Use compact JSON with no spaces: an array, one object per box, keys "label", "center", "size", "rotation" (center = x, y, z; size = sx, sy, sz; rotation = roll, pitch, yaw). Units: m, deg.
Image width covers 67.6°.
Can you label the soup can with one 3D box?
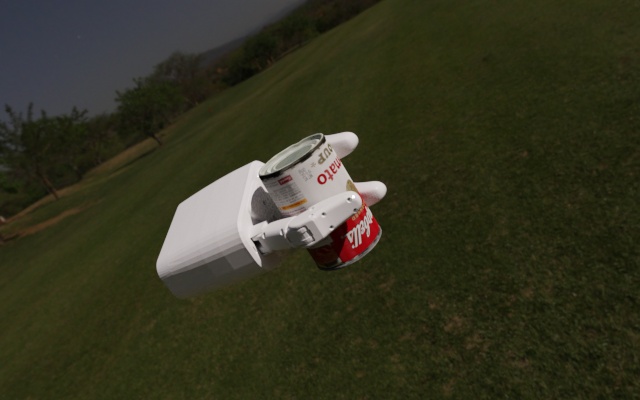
[{"label":"soup can","center":[0.000,0.001,0.419],"size":[0.068,0.102,0.068],"rotation":[-29,19,11]}]
